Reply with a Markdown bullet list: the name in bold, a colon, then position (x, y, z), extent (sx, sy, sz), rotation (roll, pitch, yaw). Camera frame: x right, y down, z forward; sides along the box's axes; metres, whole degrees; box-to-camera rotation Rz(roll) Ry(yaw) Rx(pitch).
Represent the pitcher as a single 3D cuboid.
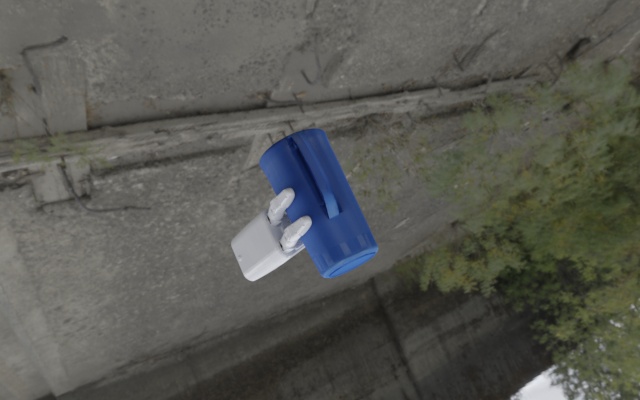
- **pitcher**: position (0.000, 0.003, 0.823), extent (0.145, 0.242, 0.149), rotation (-37, -19, 31)
